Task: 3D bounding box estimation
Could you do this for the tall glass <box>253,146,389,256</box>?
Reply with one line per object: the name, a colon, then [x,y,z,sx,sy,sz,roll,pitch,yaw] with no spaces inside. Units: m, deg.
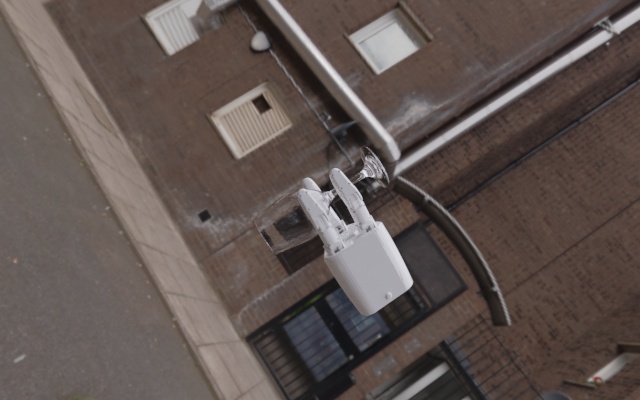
tall glass: [0.001,0.002,0.712,0.201,0.079,0.079,-32,5,-8]
